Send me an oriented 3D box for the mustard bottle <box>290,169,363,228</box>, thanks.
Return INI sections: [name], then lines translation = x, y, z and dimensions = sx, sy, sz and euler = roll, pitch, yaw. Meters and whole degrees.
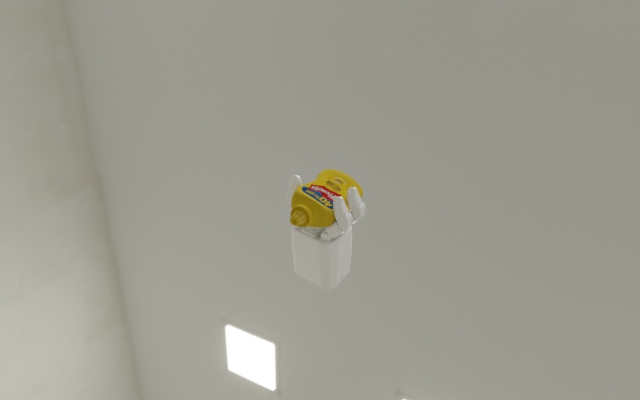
[mustard bottle]
translation = 0.000, 0.003, 0.899
dimensions = 0.096, 0.058, 0.191
euler = 34, 35, 14
